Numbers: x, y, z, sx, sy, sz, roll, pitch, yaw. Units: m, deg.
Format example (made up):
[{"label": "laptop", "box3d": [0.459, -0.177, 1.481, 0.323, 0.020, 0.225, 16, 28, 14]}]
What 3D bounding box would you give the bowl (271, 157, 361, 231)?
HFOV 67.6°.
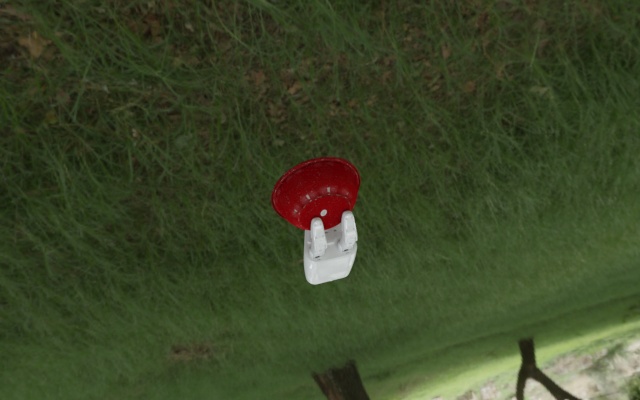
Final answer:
[{"label": "bowl", "box3d": [0.000, 0.002, 0.814, 0.162, 0.055, 0.162, -12, -41, -11]}]
